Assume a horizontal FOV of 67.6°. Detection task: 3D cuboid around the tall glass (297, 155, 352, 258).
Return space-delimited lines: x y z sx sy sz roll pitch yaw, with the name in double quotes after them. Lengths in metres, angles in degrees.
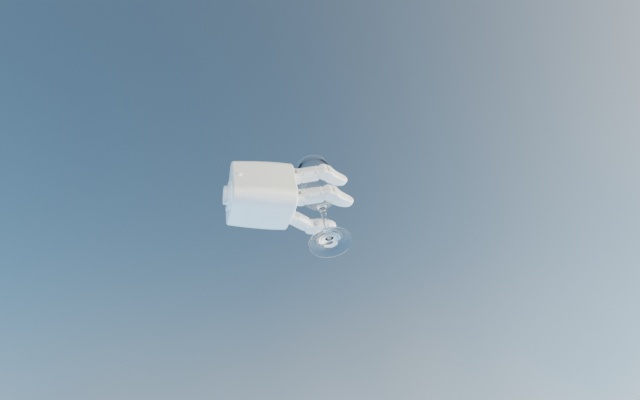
0.000 0.003 0.860 0.079 0.079 0.200 0 43 -13 "tall glass"
